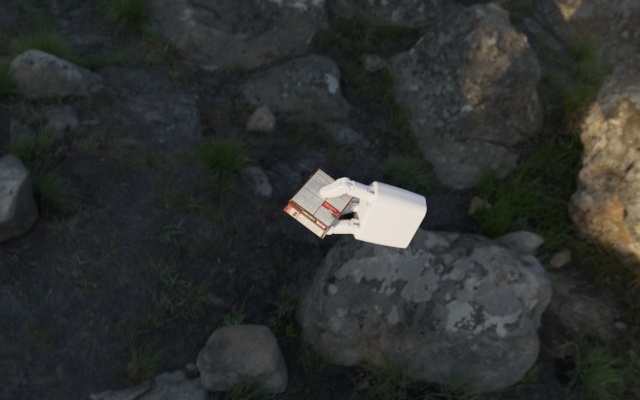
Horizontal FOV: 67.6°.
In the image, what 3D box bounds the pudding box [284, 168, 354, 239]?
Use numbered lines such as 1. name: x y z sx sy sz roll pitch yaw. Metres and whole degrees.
1. pudding box: 0.000 0.003 0.897 0.090 0.039 0.113 36 47 5
